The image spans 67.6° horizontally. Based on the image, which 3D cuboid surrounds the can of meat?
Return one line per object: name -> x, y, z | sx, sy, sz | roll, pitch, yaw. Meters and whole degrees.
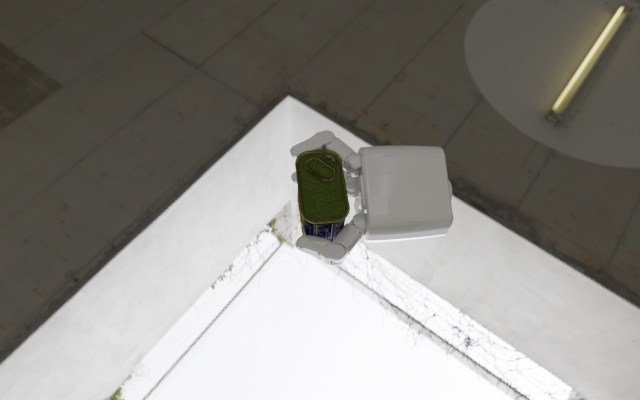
can of meat -> 0.000, 0.002, 0.598 | 0.057, 0.102, 0.084 | -5, -30, -5
